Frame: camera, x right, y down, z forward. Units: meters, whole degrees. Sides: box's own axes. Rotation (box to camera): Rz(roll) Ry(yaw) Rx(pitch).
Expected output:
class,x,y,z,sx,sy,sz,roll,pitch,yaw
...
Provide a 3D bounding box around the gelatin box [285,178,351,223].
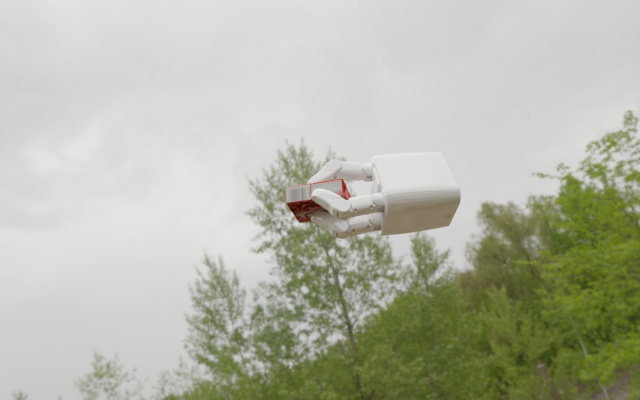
class,x,y,z,sx,sy,sz,roll,pitch,yaw
gelatin box,0.000,0.002,0.709,0.089,0.030,0.073,-9,-27,10
